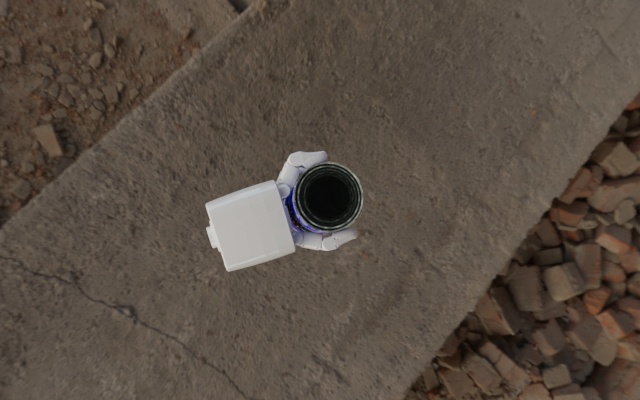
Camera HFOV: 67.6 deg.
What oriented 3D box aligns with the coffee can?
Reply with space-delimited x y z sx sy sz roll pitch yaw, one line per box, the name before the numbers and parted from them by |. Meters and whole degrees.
coffee can | 0.000 0.002 0.746 0.103 0.103 0.140 0 -7 -10
